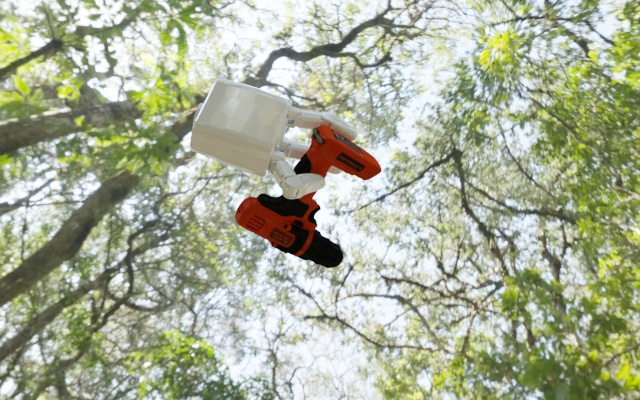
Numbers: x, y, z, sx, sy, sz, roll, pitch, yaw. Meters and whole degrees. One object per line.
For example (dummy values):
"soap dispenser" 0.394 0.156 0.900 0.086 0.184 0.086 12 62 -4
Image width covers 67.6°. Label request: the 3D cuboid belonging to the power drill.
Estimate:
"power drill" 0.000 0.002 0.678 0.184 0.188 0.057 29 19 -28
